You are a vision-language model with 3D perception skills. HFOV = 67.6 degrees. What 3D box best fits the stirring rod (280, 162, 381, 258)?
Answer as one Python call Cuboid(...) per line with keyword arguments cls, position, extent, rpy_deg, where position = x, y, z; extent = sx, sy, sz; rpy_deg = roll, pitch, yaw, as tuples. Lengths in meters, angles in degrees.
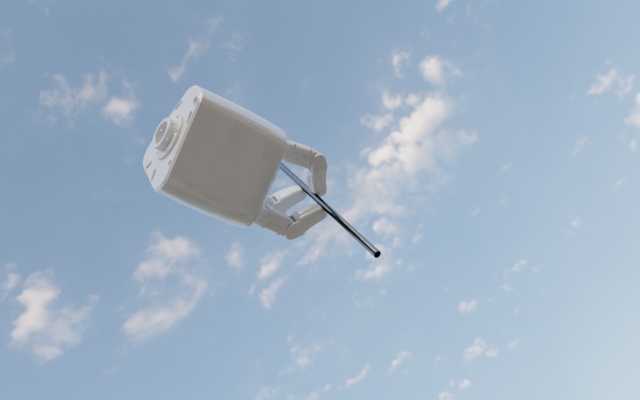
Cuboid(cls="stirring rod", position=(0.000, 0.002, 0.554), extent=(0.011, 0.011, 0.239), rpy_deg=(0, 25, -30))
